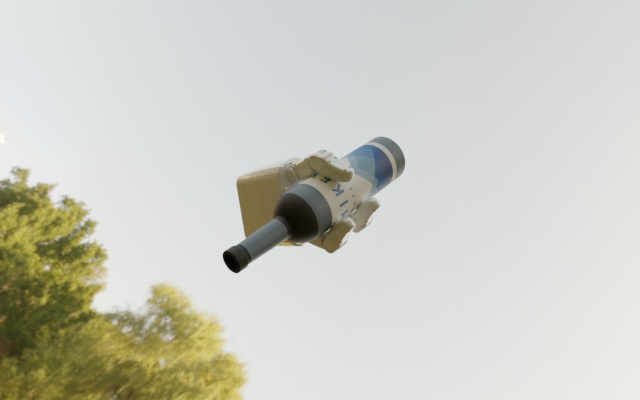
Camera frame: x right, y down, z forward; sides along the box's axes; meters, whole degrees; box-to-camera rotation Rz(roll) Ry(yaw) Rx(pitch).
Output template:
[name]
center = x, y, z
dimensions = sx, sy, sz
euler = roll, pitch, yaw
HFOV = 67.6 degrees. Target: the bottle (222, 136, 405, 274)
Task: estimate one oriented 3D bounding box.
[bottle]
center = 0.000, 0.002, 0.591
dimensions = 0.069, 0.069, 0.295
euler = 0, 25, 45
